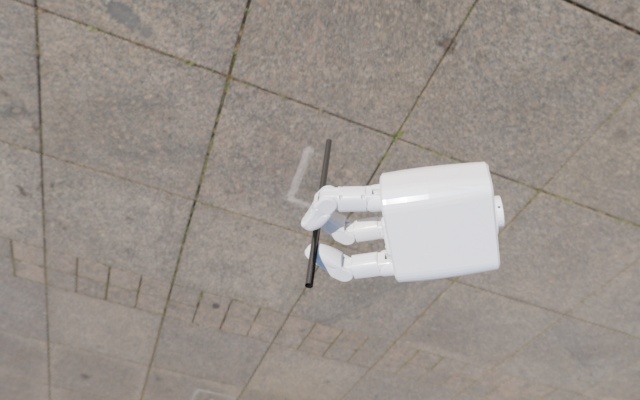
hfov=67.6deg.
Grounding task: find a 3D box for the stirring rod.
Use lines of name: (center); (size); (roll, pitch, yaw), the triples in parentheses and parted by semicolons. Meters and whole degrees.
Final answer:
stirring rod: (0.000, 0.002, 0.552); (0.011, 0.011, 0.239); (0, 43, 7)
